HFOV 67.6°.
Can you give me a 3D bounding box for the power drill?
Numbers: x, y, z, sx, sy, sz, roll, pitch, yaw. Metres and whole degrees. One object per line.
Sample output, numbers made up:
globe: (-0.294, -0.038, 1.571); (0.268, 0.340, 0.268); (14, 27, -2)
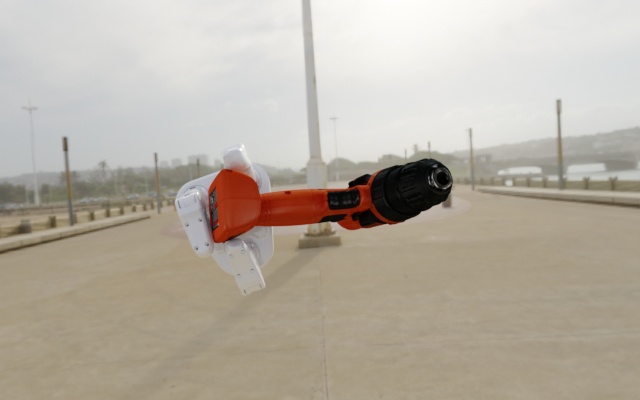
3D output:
power drill: (0.000, 0.001, 0.432); (0.187, 0.057, 0.184); (-1, -11, -21)
